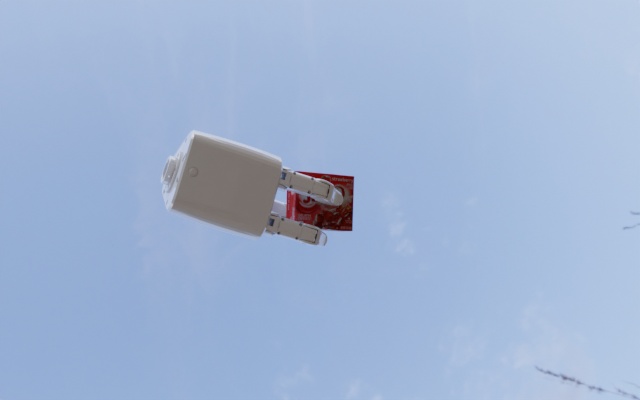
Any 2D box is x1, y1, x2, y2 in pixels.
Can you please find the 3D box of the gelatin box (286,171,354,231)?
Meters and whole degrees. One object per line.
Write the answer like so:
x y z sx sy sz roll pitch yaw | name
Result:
0.000 0.002 0.612 0.089 0.073 0.030 4 -5 -31 | gelatin box
